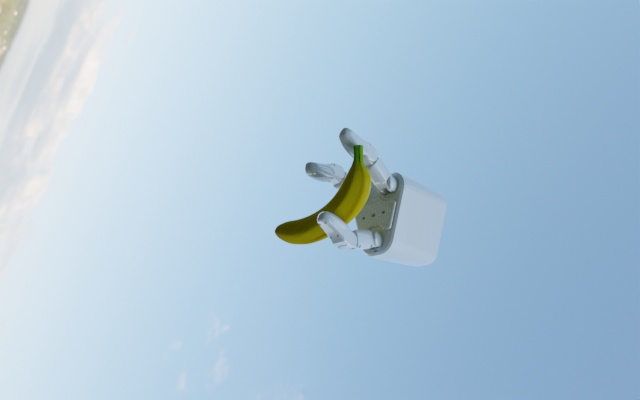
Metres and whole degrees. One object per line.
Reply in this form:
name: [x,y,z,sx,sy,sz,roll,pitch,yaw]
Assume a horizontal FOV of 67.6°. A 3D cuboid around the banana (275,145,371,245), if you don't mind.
banana: [0.007,0.015,0.632,0.037,0.069,0.198,15,-45,-38]
